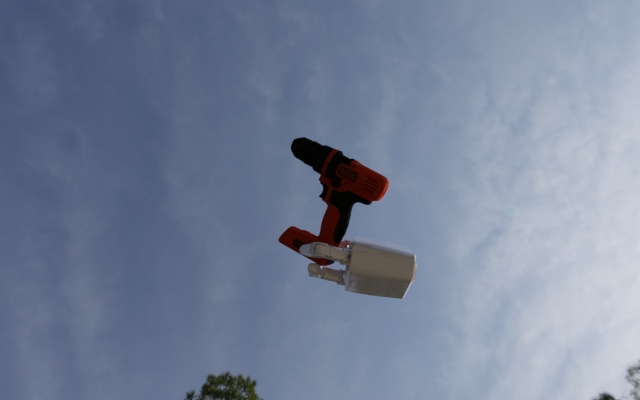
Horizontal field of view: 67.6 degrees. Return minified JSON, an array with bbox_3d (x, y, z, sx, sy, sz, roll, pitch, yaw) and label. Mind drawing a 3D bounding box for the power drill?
[{"bbox_3d":[0.000,0.003,0.822,0.184,0.188,0.057,29,11,16],"label":"power drill"}]
